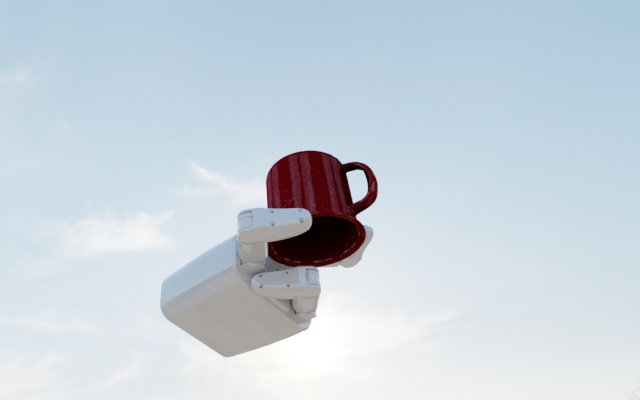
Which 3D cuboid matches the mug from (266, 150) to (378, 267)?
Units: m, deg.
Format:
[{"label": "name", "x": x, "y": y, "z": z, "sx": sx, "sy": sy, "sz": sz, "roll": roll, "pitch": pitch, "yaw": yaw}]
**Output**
[{"label": "mug", "x": 0.001, "y": 0.001, "z": 0.452, "sx": 0.117, "sy": 0.081, "sz": 0.093, "roll": -28, "pitch": -40, "yaw": 24}]
